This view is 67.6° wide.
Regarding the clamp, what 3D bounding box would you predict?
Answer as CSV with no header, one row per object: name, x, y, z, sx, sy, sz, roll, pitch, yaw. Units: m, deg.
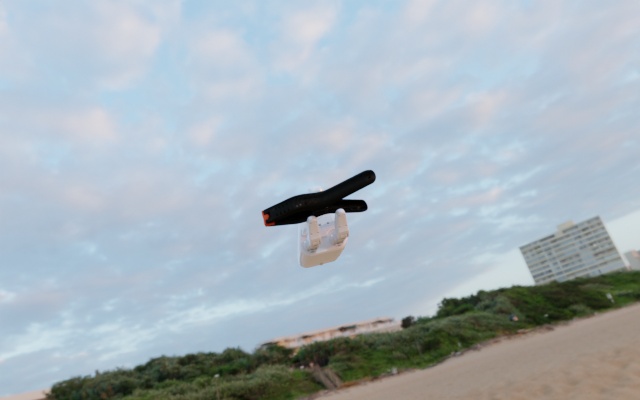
clamp,-0.001,0.002,0.853,0.210,0.036,0.165,-12,-21,-12
